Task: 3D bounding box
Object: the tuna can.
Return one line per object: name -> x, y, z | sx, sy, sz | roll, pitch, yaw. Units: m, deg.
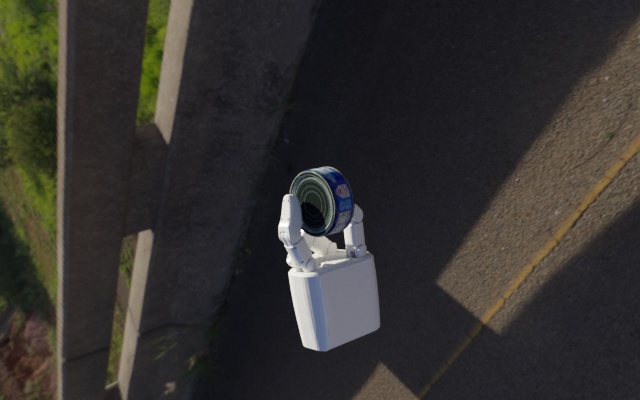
tuna can -> 0.000, 0.002, 0.596 | 0.034, 0.086, 0.086 | -13, 9, -43
